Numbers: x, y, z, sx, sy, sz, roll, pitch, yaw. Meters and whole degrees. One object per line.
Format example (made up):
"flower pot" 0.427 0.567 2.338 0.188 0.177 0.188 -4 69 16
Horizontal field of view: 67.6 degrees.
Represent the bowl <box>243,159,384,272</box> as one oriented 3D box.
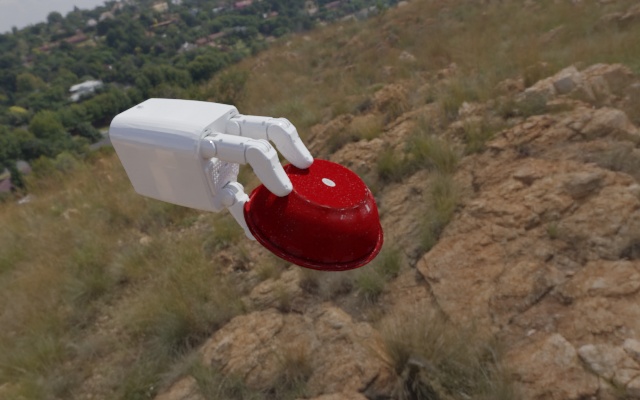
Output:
"bowl" 0.001 0.002 0.522 0.162 0.055 0.162 12 35 -9
